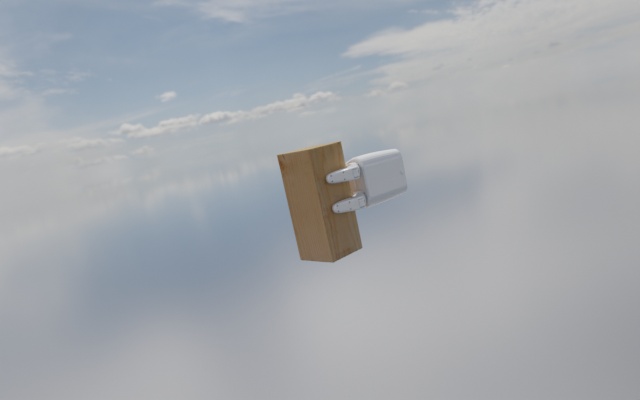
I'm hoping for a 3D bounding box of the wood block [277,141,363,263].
[{"bbox_3d":[0.000,0.003,0.894,0.091,0.206,0.090,-3,13,46],"label":"wood block"}]
